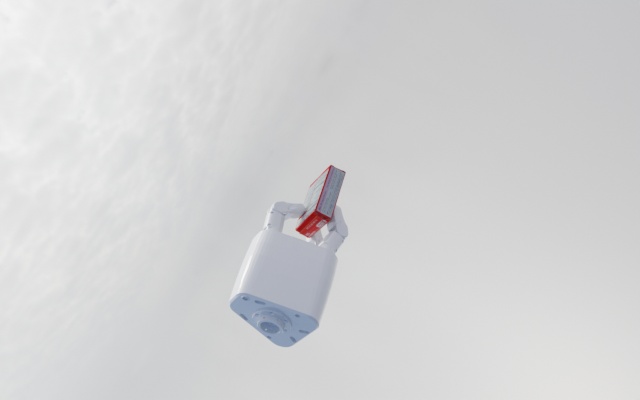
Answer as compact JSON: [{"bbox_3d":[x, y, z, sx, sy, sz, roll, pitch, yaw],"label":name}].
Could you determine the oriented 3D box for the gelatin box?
[{"bbox_3d":[0.000,0.002,0.702,0.030,0.089,0.073,27,-33,-14],"label":"gelatin box"}]
